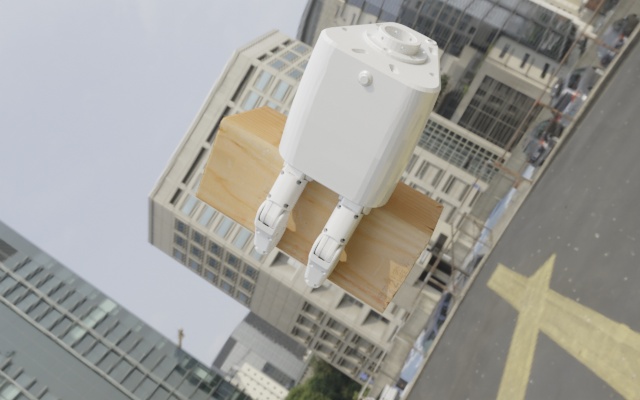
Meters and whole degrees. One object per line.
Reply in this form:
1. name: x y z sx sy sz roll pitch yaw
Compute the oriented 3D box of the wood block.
1. wood block: 0.000 0.001 0.458 0.206 0.090 0.090 31 27 10
